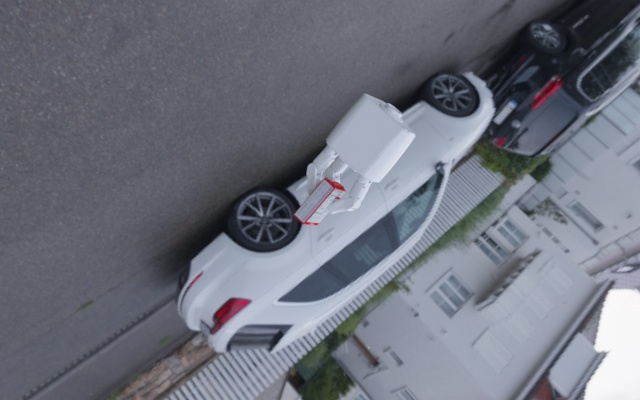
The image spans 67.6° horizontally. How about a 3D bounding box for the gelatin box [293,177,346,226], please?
[{"bbox_3d":[0.000,0.003,0.850,0.030,0.089,0.073,42,9,16],"label":"gelatin box"}]
